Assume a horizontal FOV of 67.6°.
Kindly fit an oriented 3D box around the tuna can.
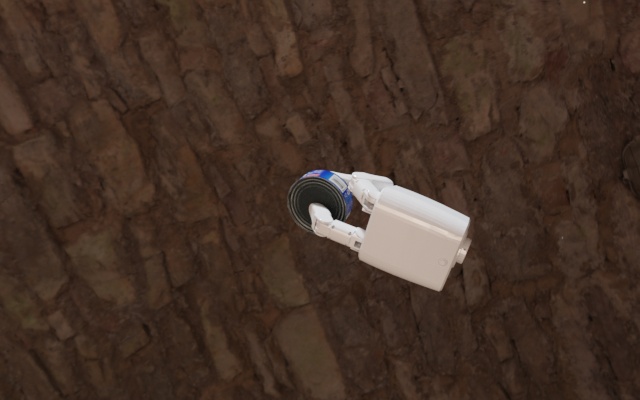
[{"bbox_3d":[0.000,0.002,0.653,0.086,0.086,0.033,0,22,23],"label":"tuna can"}]
